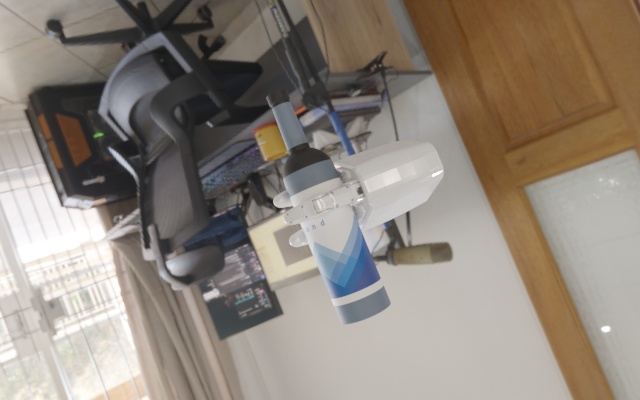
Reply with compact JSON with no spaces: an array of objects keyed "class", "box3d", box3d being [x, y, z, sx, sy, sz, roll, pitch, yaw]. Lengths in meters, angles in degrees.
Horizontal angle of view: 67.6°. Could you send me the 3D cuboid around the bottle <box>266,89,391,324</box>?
[{"class":"bottle","box3d":[0.000,0.002,0.591,0.069,0.295,0.069,-22,-3,-1]}]
